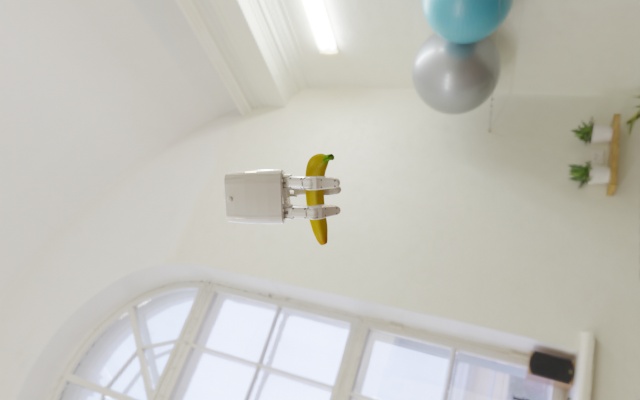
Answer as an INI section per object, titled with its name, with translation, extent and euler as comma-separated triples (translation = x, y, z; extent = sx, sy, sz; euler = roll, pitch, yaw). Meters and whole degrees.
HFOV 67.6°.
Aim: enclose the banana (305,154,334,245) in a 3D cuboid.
[banana]
translation = -0.006, -0.010, 0.890
extent = 0.037, 0.198, 0.069
euler = -9, 35, -16
